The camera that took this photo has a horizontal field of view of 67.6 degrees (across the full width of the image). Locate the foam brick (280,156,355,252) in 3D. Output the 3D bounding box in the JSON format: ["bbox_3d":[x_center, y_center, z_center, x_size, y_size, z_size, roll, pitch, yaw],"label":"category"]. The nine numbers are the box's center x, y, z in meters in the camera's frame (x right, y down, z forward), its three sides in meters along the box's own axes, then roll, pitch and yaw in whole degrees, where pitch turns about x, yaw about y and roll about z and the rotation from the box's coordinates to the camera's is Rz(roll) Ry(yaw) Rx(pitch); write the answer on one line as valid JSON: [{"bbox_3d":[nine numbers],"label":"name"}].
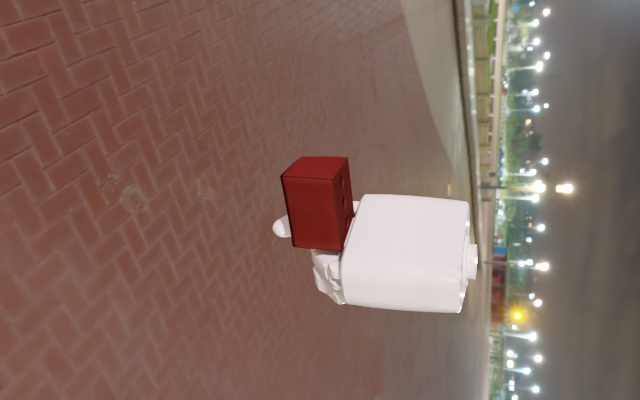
[{"bbox_3d":[0.000,0.001,0.460,0.051,0.078,0.053,2,28,21],"label":"foam brick"}]
